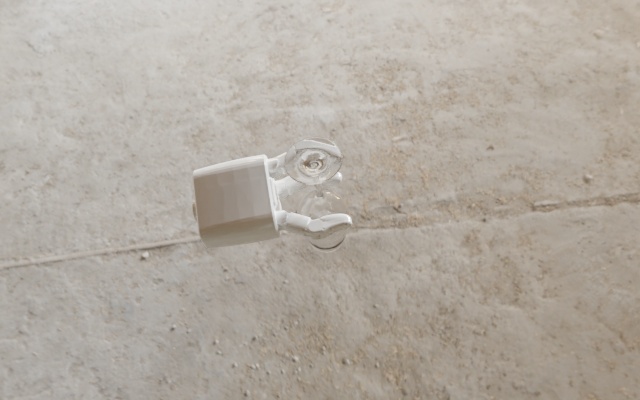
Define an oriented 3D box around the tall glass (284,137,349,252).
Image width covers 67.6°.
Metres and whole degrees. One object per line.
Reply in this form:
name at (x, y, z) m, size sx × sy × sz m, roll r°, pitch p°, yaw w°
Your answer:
tall glass at (0.000, 0.002, 0.681) m, size 0.079 × 0.079 × 0.201 m, roll 0°, pitch -33°, yaw 7°
